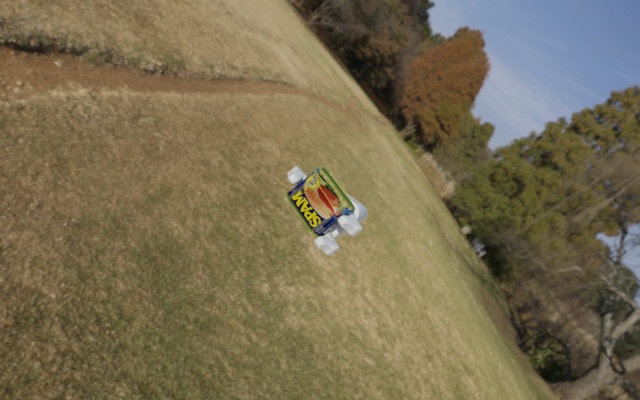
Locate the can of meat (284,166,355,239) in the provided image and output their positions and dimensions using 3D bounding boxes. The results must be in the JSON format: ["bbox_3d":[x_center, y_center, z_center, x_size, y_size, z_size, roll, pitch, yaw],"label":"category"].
[{"bbox_3d":[0.000,0.002,0.836,0.084,0.102,0.057,-39,-15,12],"label":"can of meat"}]
